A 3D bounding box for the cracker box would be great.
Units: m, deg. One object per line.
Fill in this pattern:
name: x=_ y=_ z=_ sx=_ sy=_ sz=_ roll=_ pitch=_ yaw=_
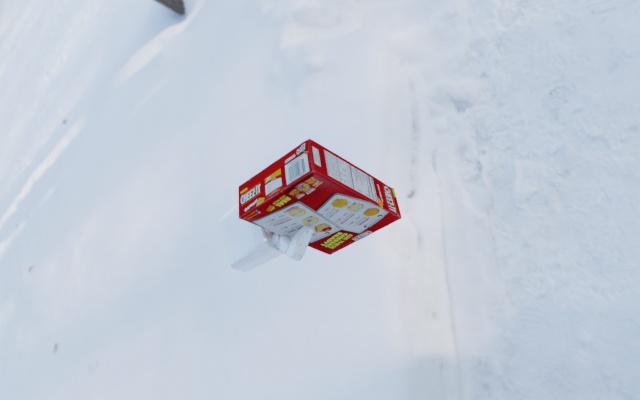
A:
cracker box: x=0.000 y=0.003 z=0.776 sx=0.164 sy=0.072 sz=0.214 roll=-31 pitch=-39 yaw=33
